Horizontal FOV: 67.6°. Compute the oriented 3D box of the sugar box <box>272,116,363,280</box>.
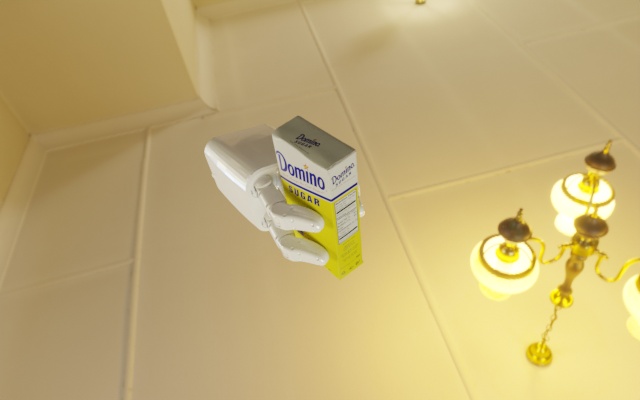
[{"bbox_3d":[0.000,0.002,0.536,0.048,0.176,0.093,-36,50,-22],"label":"sugar box"}]
